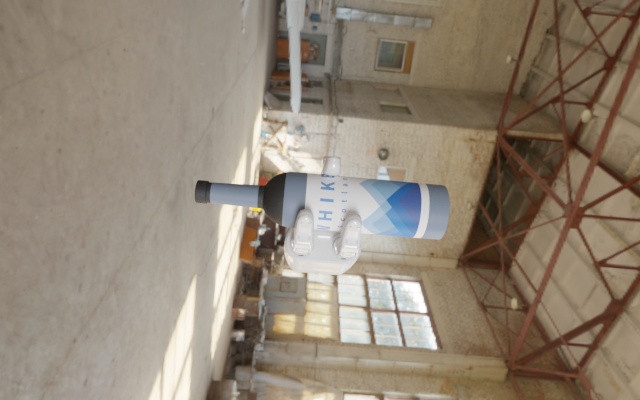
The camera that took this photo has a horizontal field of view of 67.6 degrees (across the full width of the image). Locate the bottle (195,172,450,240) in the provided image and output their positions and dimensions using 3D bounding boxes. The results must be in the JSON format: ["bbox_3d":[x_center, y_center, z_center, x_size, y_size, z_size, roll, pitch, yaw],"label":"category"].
[{"bbox_3d":[0.000,0.002,0.573,0.296,0.069,0.069,5,0,-3],"label":"bottle"}]
